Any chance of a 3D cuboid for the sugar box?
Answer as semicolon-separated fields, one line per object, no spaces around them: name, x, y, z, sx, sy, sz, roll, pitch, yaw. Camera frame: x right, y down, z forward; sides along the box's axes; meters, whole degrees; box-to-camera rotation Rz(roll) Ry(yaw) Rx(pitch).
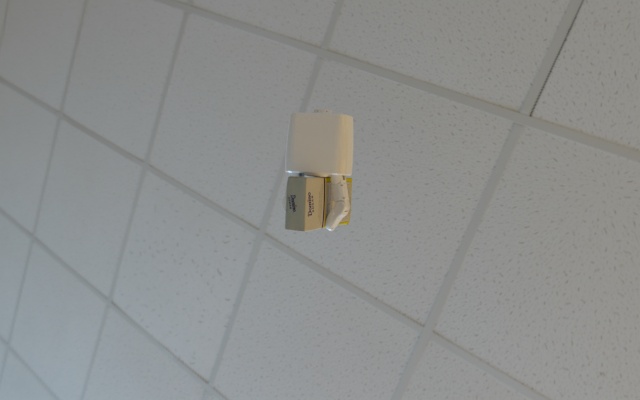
sugar box;0.000;0.003;0.867;0.048;0.093;0.176;5;4;31
